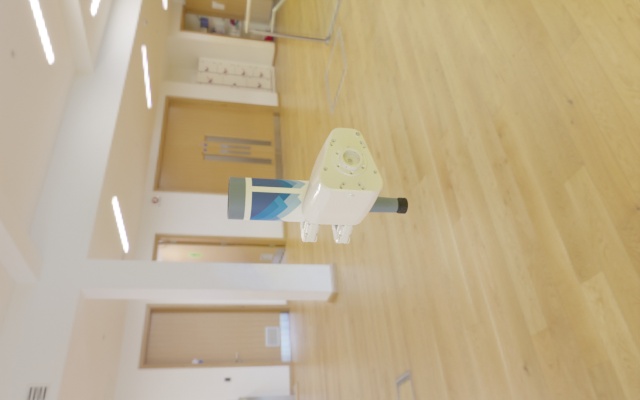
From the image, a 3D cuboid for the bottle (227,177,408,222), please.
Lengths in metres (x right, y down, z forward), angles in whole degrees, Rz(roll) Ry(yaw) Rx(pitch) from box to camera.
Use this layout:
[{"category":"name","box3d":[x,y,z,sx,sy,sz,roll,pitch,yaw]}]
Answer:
[{"category":"bottle","box3d":[0.000,0.003,0.776,0.296,0.069,0.069,3,-1,-13]}]
